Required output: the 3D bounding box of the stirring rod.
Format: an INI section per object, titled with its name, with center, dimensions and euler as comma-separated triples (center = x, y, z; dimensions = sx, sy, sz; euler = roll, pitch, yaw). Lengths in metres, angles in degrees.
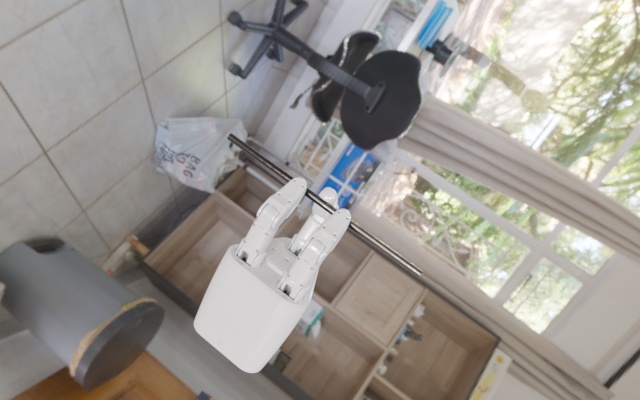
[stirring rod]
center = 0.000, 0.002, 0.480
dimensions = 0.239, 0.011, 0.011
euler = 36, 8, 11
